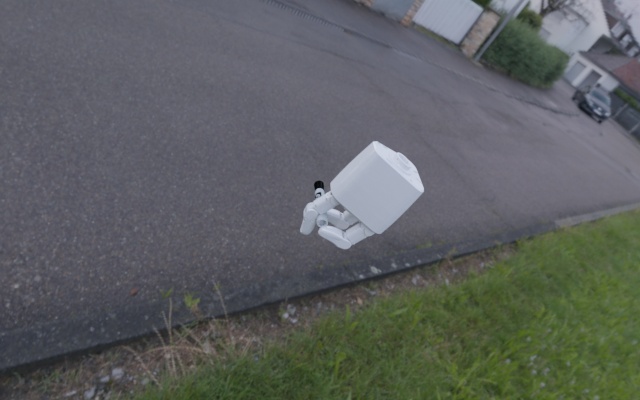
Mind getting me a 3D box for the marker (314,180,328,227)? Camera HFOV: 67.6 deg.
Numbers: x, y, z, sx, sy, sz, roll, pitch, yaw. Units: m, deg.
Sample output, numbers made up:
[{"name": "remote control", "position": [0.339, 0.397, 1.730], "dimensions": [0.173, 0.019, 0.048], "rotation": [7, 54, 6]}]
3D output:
[{"name": "marker", "position": [0.000, 0.003, 0.840], "dimensions": [0.020, 0.020, 0.121], "rotation": [0, 36, -3]}]
